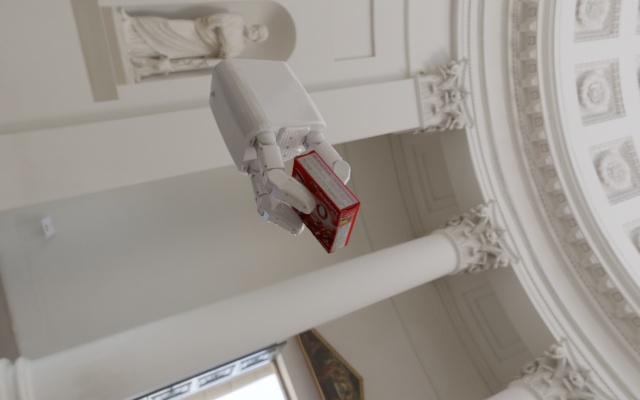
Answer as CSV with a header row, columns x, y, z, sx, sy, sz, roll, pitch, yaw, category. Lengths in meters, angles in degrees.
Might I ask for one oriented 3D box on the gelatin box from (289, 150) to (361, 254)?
x,y,z,sx,sy,sz,roll,pitch,yaw,category
0.001,0.002,0.519,0.030,0.089,0.073,-23,-33,-29,gelatin box
